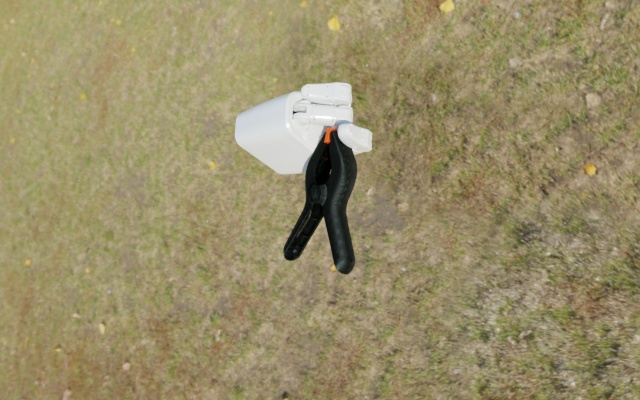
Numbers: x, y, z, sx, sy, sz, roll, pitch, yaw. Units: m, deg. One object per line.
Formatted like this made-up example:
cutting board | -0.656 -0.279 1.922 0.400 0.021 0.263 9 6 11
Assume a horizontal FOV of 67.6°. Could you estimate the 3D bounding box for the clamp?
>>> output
clamp | 0.000 0.002 0.572 0.120 0.171 0.039 -7 -18 44
